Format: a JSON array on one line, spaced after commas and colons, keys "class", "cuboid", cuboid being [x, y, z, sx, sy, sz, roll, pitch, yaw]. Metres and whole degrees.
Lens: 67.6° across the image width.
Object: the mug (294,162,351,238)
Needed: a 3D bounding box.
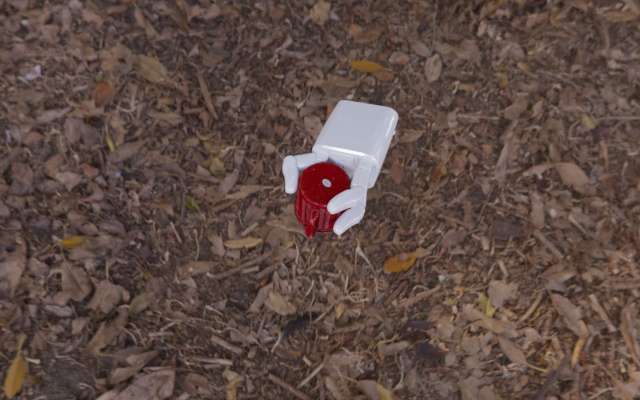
[{"class": "mug", "cuboid": [0.000, 0.004, 0.748, 0.093, 0.117, 0.081, 21, -27, 7]}]
